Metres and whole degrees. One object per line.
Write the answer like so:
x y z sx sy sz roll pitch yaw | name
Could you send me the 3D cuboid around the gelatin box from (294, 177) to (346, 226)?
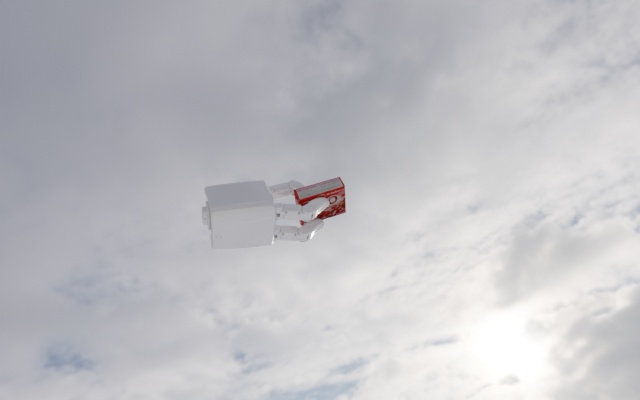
0.000 0.002 0.858 0.089 0.030 0.073 -17 -41 -10 | gelatin box
